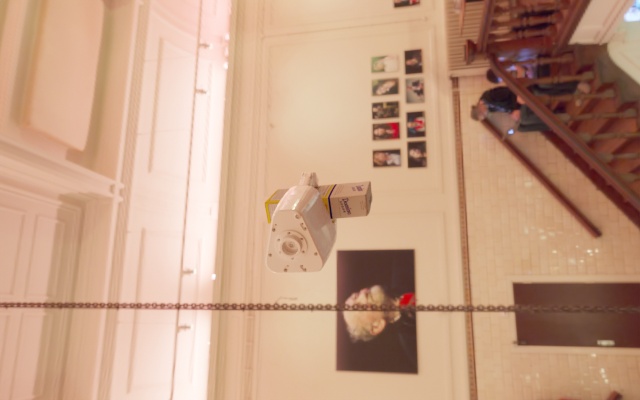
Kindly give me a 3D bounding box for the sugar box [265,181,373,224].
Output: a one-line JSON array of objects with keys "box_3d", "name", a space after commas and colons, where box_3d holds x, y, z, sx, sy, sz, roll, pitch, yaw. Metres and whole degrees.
[{"box_3d": [0.000, 0.003, 0.843, 0.176, 0.048, 0.093, -2, 17, 12], "name": "sugar box"}]
